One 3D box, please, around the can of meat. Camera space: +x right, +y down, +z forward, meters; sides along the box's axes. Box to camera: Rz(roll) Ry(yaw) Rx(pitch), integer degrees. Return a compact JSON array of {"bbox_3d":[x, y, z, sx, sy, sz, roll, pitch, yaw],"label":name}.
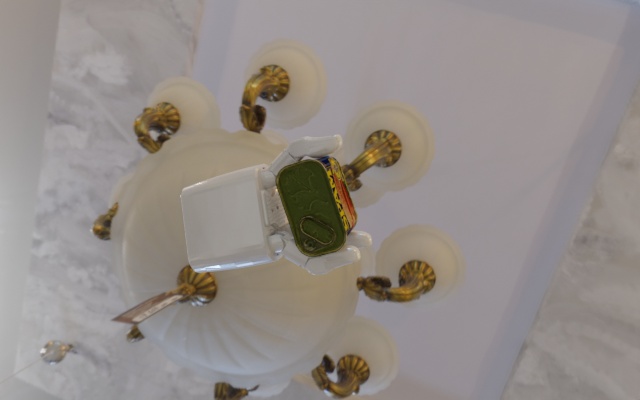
[{"bbox_3d":[0.000,0.002,0.535,0.057,0.102,0.084,-17,6,17],"label":"can of meat"}]
